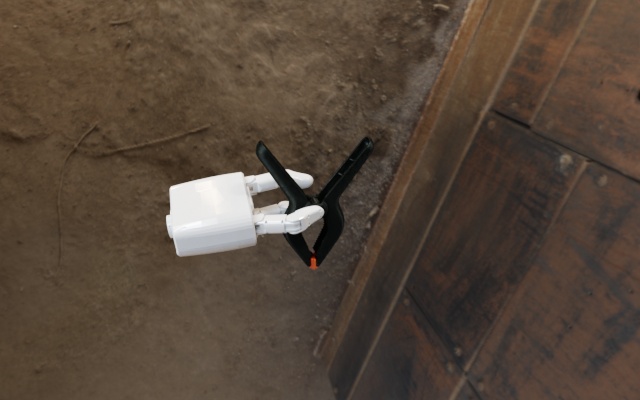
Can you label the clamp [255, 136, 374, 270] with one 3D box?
[{"bbox_3d":[0.000,0.003,0.691,0.164,0.210,0.036,-10,27,-10],"label":"clamp"}]
